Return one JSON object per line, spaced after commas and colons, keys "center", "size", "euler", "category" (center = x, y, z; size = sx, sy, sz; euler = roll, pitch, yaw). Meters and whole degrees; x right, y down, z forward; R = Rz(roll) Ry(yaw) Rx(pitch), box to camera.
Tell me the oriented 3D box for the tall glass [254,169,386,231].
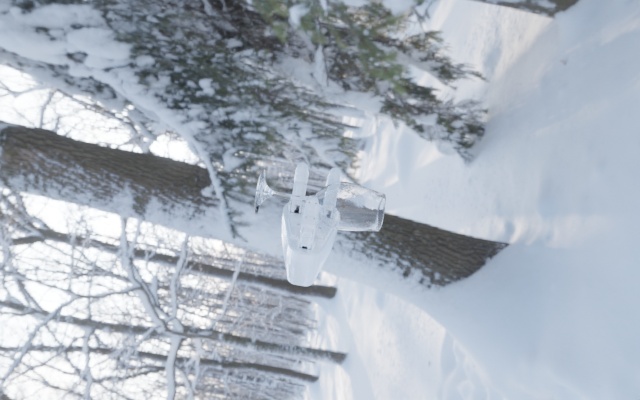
{"center": [-0.001, 0.002, 0.766], "size": [0.201, 0.079, 0.079], "euler": [10, 0, 0], "category": "tall glass"}
